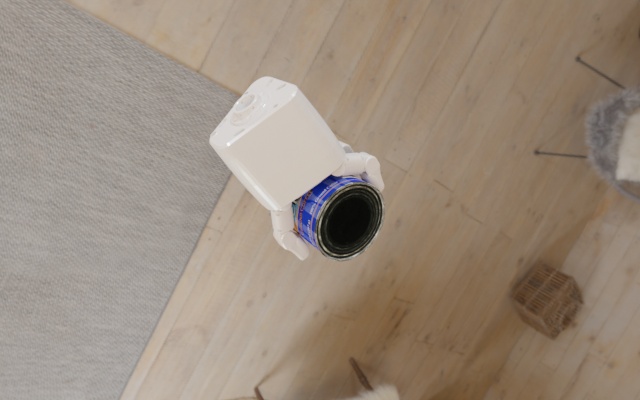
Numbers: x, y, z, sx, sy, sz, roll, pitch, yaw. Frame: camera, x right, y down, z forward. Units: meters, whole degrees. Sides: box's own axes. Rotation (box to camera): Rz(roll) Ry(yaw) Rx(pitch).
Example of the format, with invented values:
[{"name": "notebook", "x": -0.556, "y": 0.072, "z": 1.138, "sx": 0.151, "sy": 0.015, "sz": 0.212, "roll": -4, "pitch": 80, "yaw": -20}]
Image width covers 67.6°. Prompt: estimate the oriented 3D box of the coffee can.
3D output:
[{"name": "coffee can", "x": 0.000, "y": 0.002, "z": 0.619, "sx": 0.103, "sy": 0.103, "sz": 0.140, "roll": 0, "pitch": 20, "yaw": -35}]
